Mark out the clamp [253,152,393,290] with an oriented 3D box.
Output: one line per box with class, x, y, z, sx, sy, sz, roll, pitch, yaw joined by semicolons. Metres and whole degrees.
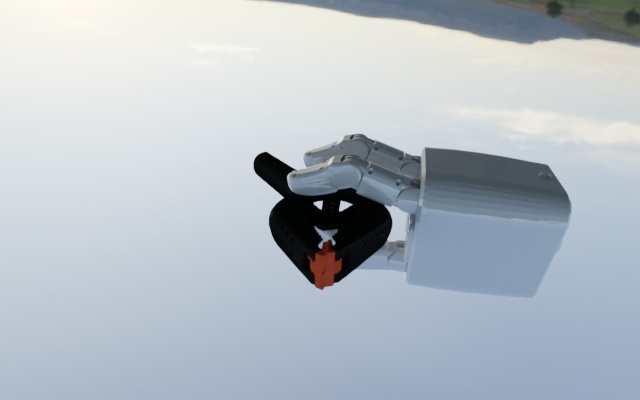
clamp;0.000;0.002;0.401;0.164;0.036;0.210;4;25;10
